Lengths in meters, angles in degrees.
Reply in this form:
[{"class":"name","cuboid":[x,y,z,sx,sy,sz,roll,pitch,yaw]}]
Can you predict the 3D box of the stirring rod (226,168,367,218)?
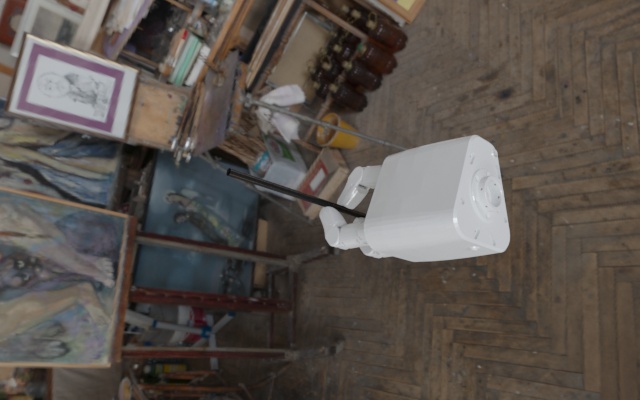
[{"class":"stirring rod","cuboid":[0.000,0.002,0.545,0.239,0.011,0.011,18,-11,-37]}]
